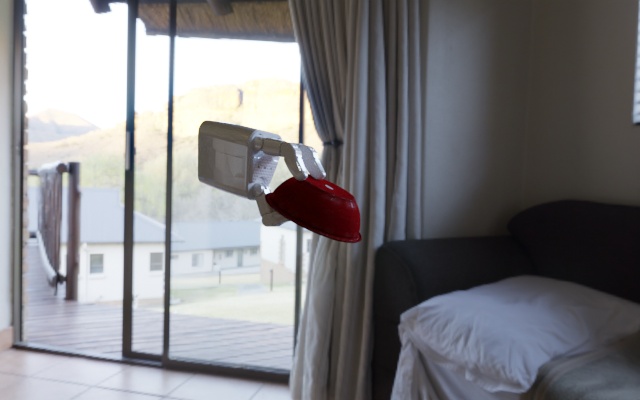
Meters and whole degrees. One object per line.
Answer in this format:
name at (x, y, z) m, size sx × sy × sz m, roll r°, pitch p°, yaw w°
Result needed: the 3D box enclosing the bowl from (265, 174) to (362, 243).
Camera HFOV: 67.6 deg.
bowl at (0.001, 0.003, 0.724) m, size 0.162 × 0.055 × 0.162 m, roll 24°, pitch 12°, yaw -5°
